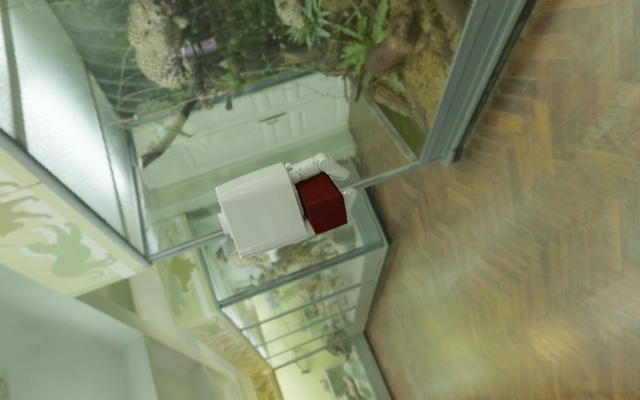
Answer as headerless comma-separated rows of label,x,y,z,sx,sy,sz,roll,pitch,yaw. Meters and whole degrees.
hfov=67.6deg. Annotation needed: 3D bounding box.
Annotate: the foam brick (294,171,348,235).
foam brick,0.000,0.002,0.692,0.051,0.053,0.078,-19,35,-9
